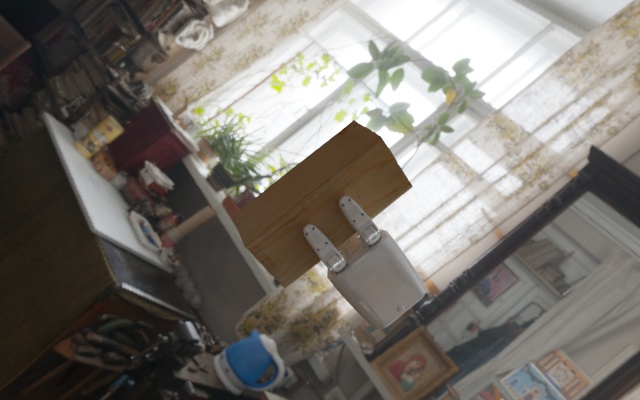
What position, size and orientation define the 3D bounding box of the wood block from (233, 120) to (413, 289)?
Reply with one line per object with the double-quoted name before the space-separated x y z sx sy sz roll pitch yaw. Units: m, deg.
"wood block" 0.000 0.002 0.616 0.206 0.090 0.090 -39 29 -1
